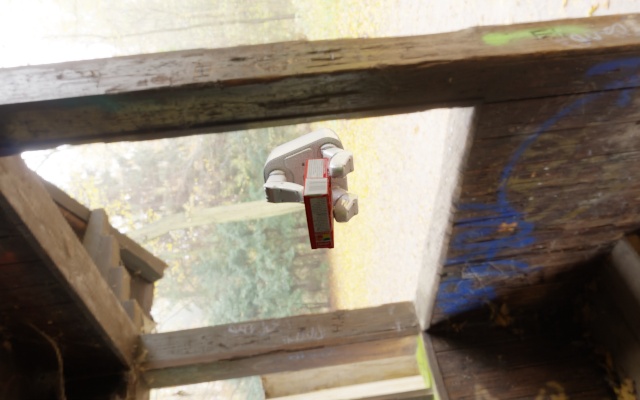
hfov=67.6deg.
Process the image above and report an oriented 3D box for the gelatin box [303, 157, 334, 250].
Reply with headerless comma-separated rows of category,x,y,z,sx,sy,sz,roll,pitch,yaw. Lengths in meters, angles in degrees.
gelatin box,0.000,0.002,0.554,0.030,0.073,0.089,-4,31,4
